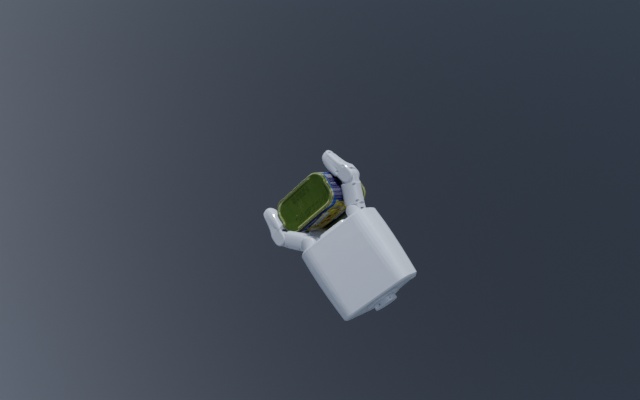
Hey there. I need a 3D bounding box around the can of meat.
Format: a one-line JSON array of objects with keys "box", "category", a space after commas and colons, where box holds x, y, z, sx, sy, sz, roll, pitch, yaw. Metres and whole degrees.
[{"box": [0.000, 0.002, 0.680, 0.102, 0.057, 0.084, -41, -20, 30], "category": "can of meat"}]
